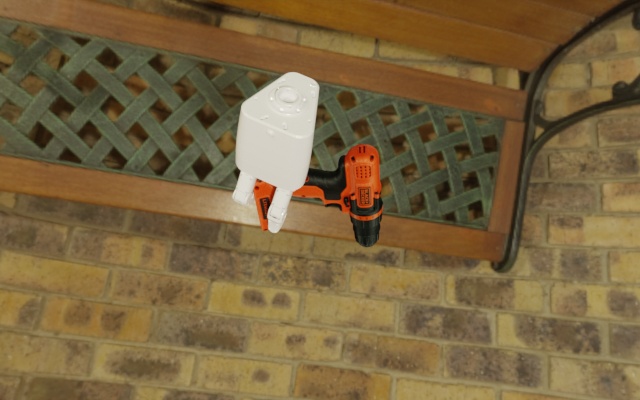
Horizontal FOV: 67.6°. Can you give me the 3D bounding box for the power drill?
[{"bbox_3d":[0.000,0.002,0.723,0.187,0.185,0.057,-4,38,4],"label":"power drill"}]
